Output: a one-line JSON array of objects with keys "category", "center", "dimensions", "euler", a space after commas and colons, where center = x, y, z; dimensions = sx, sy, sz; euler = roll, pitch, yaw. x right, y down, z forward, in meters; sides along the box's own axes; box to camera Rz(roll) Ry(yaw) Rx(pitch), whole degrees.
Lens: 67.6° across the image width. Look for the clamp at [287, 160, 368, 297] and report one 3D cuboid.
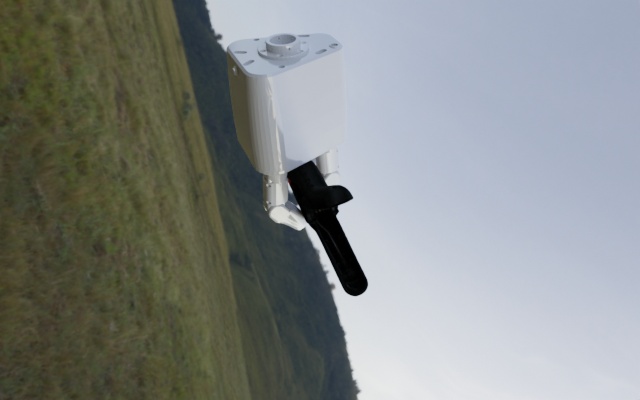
[{"category": "clamp", "center": [0.001, 0.001, 0.480], "dimensions": [0.039, 0.120, 0.171], "euler": [-17, 42, -17]}]
